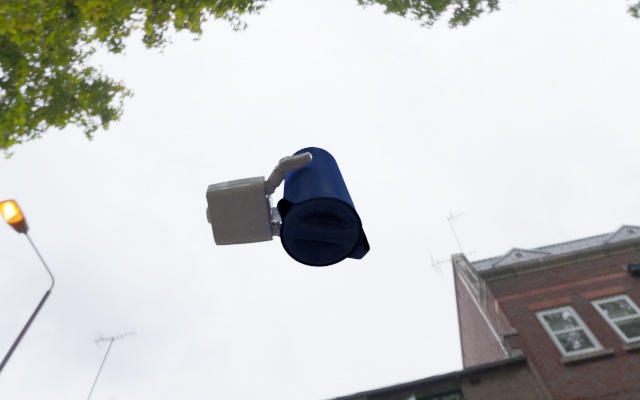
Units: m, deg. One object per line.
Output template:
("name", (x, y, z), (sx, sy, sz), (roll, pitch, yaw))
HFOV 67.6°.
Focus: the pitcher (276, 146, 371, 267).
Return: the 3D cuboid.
("pitcher", (0.000, 0.003, 0.856), (0.145, 0.149, 0.242), (-9, 30, 0))
